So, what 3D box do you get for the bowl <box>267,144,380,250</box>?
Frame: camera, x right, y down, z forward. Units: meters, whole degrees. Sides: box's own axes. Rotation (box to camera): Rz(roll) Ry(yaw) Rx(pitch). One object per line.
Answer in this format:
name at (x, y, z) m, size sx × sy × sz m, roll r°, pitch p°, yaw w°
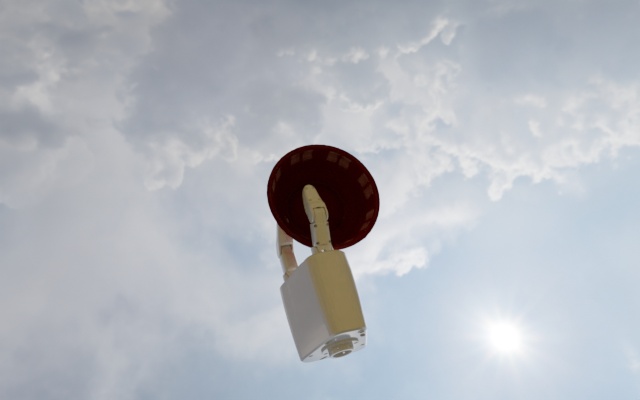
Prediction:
bowl at (0.000, 0.001, 0.682) m, size 0.162 × 0.162 × 0.055 m, roll 0°, pitch -23°, yaw -15°
